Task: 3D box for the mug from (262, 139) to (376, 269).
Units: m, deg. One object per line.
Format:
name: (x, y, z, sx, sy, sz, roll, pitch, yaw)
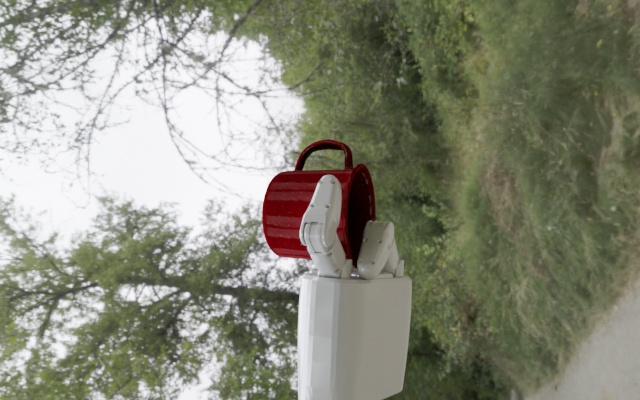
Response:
mug: (0.000, 0.000, 0.438, 0.081, 0.117, 0.093, 1, -6, 21)
